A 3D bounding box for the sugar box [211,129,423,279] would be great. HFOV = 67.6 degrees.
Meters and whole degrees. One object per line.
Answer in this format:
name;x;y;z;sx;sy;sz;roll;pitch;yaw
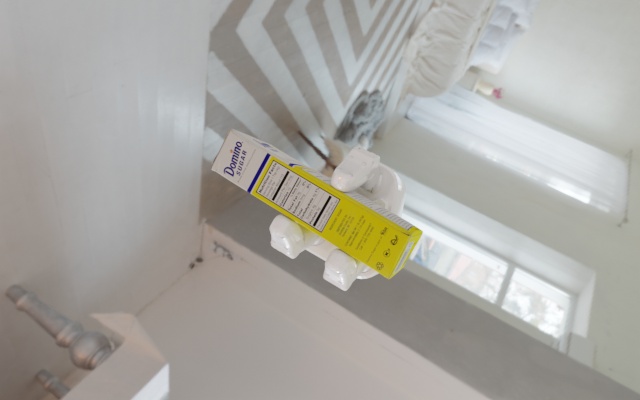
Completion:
sugar box;0.000;0.002;0.420;0.176;0.048;0.093;28;5;16
